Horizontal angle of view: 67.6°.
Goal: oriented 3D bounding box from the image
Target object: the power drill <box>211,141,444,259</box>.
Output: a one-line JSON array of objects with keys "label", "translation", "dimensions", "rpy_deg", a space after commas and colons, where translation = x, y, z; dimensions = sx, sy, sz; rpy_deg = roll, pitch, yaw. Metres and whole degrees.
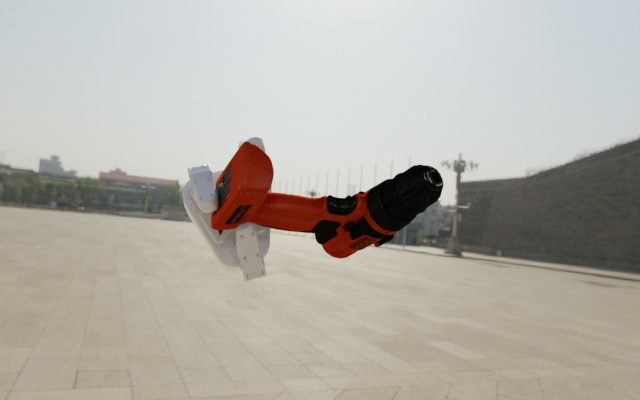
[{"label": "power drill", "translation": [0.000, 0.001, 0.469], "dimensions": [0.188, 0.057, 0.184], "rpy_deg": [15, -32, -25]}]
